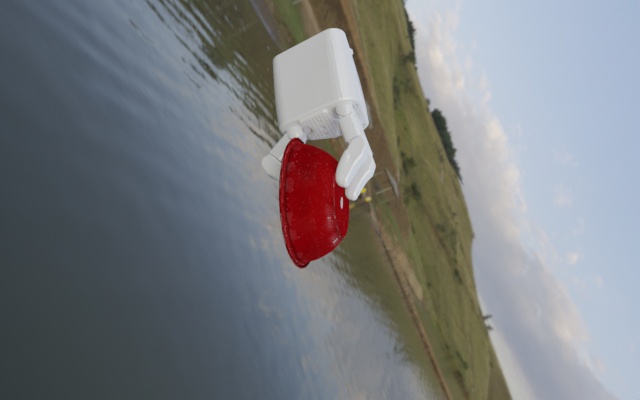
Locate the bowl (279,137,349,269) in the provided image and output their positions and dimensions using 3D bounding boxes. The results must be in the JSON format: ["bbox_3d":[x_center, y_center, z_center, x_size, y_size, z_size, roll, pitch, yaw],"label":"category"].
[{"bbox_3d":[0.001,0.003,0.585,0.055,0.162,0.162,-2,-1,14],"label":"bowl"}]
